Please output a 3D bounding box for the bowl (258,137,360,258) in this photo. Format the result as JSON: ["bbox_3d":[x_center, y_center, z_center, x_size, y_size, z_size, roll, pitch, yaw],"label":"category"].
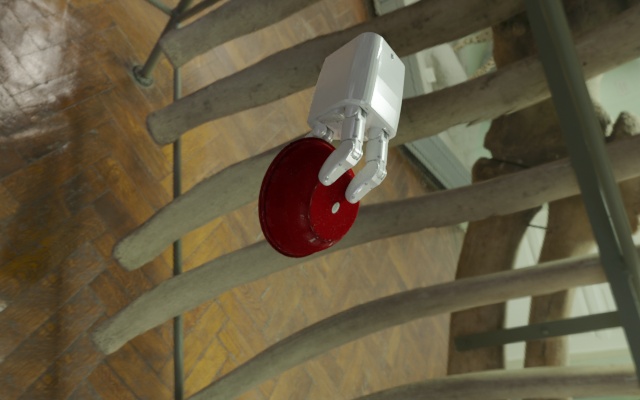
[{"bbox_3d":[0.000,0.003,0.611,0.162,0.162,0.055,0,11,-45],"label":"bowl"}]
